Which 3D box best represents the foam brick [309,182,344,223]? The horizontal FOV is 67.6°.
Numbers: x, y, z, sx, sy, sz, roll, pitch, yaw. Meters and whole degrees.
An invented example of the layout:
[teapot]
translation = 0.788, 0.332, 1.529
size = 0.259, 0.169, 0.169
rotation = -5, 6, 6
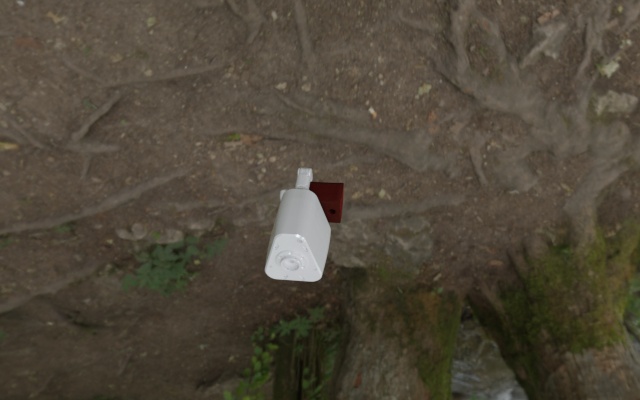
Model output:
[foam brick]
translation = 0.000, 0.003, 0.833
size = 0.078, 0.053, 0.051
rotation = 3, 41, 6
